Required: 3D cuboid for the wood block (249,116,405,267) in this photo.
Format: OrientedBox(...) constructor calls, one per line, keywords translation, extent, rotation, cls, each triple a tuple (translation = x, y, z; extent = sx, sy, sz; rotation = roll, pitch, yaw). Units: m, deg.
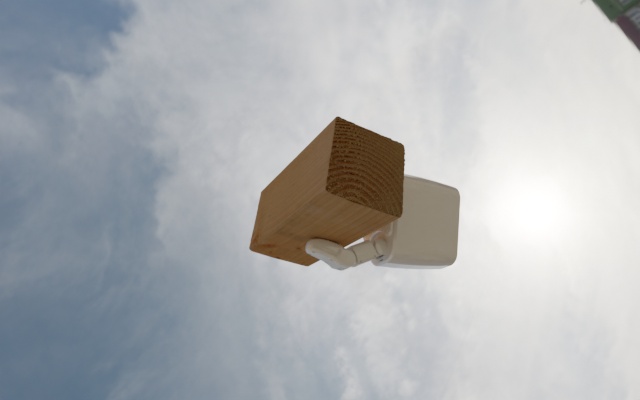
OrientedBox(translation=(0.000, 0.002, 0.561), extent=(0.090, 0.090, 0.206), rotation=(19, -29, -22), cls="wood block")
